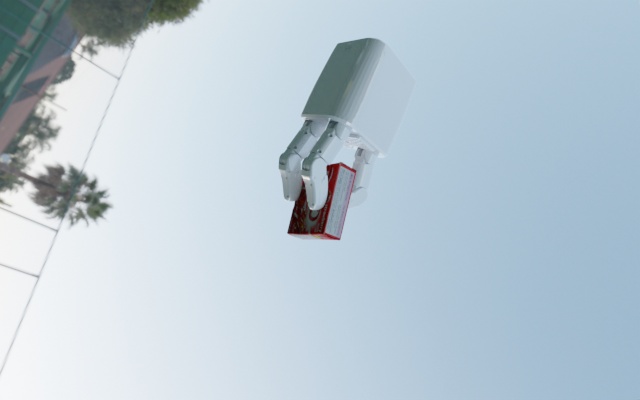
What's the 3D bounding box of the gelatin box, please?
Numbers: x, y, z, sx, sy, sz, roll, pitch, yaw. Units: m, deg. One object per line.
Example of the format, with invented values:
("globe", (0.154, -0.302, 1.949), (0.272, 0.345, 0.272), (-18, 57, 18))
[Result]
("gelatin box", (0.000, 0.002, 0.570), (0.030, 0.089, 0.073), (23, -16, -35))
